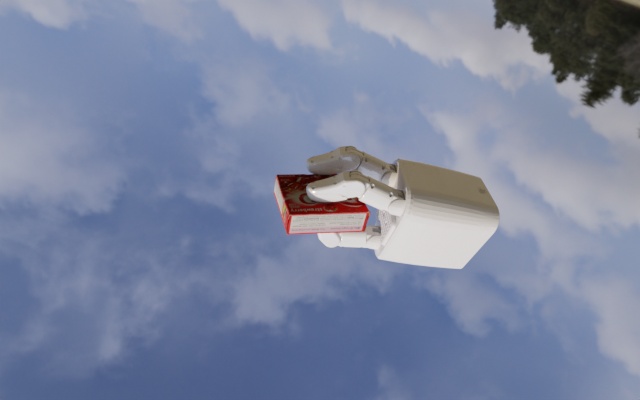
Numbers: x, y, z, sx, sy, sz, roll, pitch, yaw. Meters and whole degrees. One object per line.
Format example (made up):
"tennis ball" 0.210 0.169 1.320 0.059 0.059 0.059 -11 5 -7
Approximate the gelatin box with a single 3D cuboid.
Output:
"gelatin box" 0.000 0.002 0.515 0.089 0.030 0.073 -2 37 -17
